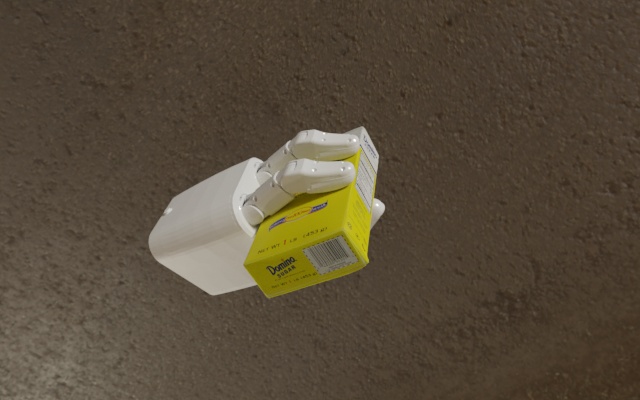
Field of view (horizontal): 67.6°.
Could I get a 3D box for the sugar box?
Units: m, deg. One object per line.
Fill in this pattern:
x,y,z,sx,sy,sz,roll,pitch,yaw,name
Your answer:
0.000,0.001,0.432,0.093,0.048,0.176,-21,30,21,sugar box
